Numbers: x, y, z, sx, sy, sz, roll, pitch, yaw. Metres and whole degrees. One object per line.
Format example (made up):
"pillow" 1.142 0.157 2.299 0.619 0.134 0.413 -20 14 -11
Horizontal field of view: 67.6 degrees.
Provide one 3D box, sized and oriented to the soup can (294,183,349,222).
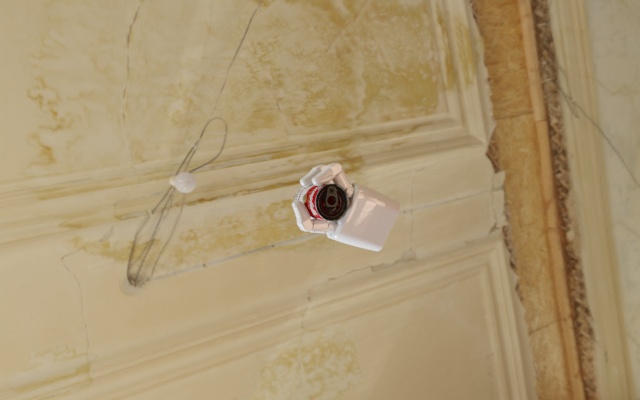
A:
"soup can" 0.000 0.003 0.890 0.068 0.068 0.102 0 1 -26
